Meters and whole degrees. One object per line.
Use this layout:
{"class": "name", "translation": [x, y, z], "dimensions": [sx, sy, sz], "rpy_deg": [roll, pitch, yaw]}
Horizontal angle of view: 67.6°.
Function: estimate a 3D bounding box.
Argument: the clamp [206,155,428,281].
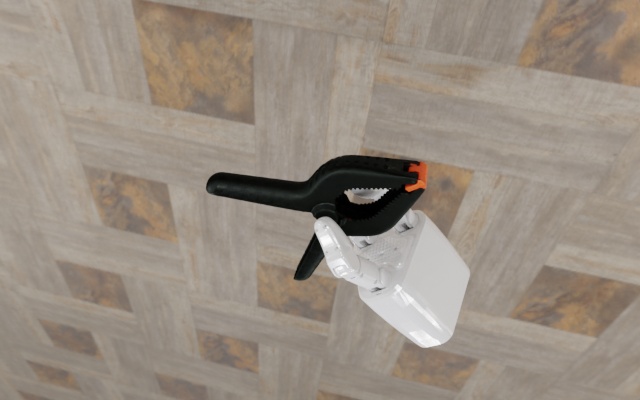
{"class": "clamp", "translation": [0.000, 0.002, 0.463], "dimensions": [0.210, 0.036, 0.165], "rpy_deg": [-26, -57, 35]}
